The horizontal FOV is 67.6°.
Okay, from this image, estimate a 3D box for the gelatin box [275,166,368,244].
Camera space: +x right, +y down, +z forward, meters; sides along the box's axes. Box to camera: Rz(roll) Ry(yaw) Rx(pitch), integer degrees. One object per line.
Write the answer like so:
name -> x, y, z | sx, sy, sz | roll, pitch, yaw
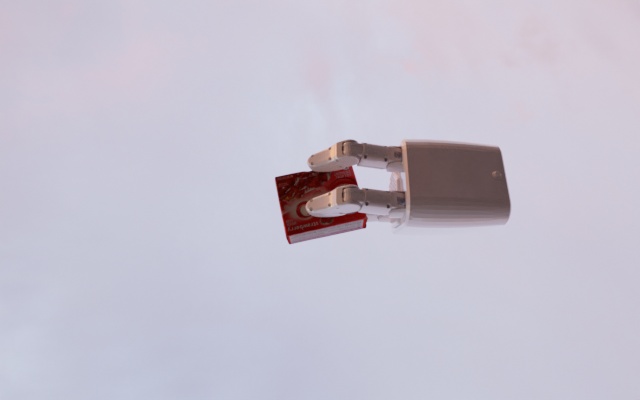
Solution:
gelatin box -> 0.000, 0.002, 0.522 | 0.089, 0.073, 0.030 | -12, -26, -3
